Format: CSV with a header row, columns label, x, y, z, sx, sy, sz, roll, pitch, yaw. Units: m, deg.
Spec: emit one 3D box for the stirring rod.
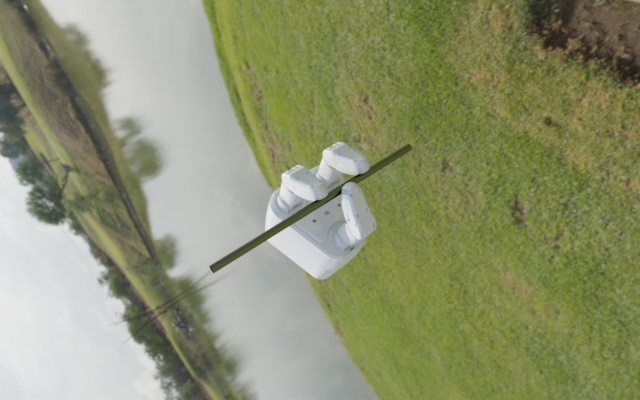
label,x,y,z,sx,sy,sz,roll,pitch,yaw
stirring rod,0.000,0.002,0.459,0.239,0.011,0.011,-32,13,-23
